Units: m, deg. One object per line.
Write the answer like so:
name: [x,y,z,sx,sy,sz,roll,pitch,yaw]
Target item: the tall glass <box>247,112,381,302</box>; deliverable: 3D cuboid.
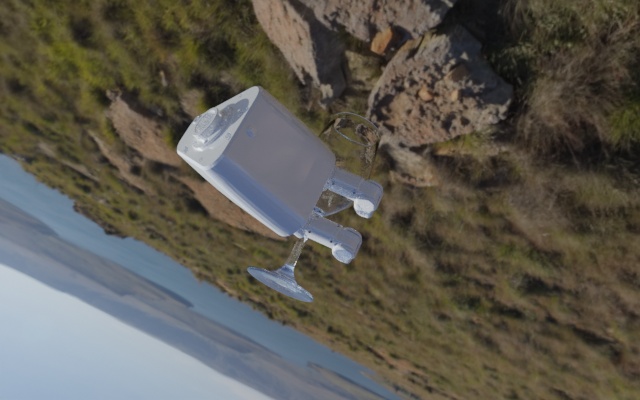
tall glass: [0.000,0.002,0.515,0.079,0.201,0.079,23,-21,9]
